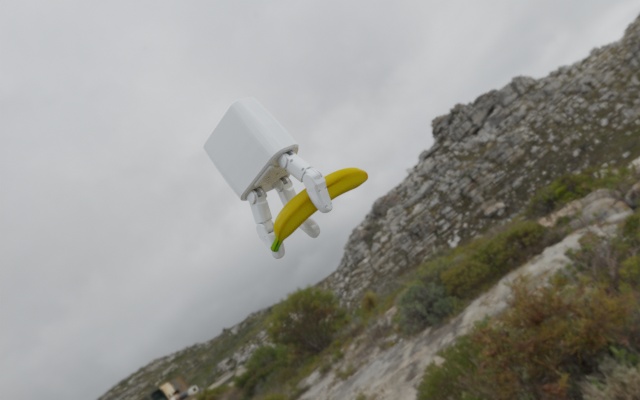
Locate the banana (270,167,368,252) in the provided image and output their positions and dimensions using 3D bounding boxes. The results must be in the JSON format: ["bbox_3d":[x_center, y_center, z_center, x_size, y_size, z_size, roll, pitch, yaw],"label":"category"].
[{"bbox_3d":[0.000,-0.004,0.696,0.197,0.037,0.070,-36,-17,-23],"label":"banana"}]
